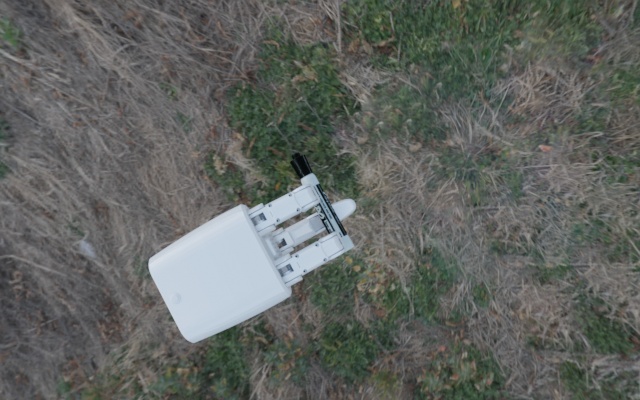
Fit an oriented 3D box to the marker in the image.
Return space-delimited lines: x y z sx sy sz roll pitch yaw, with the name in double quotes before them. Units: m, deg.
"marker" 0.000 0.002 0.525 0.020 0.121 0.020 -28 -4 -2
